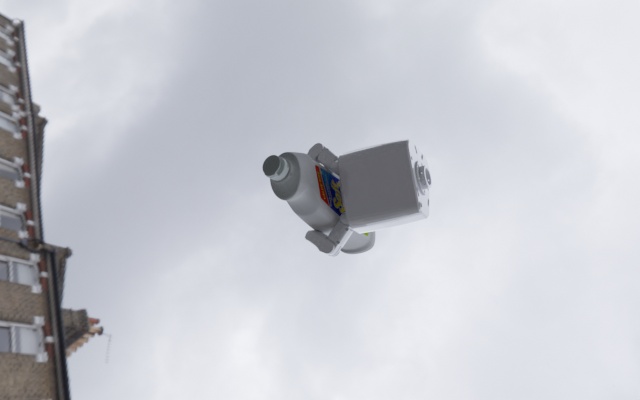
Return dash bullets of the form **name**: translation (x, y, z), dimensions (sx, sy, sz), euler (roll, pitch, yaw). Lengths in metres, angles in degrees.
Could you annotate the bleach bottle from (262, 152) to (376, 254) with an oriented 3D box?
- **bleach bottle**: translation (0.000, 0.002, 0.704), dimensions (0.068, 0.102, 0.251), euler (-13, -24, 28)
